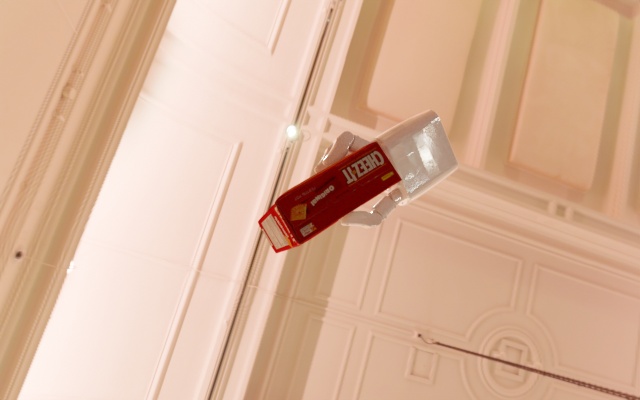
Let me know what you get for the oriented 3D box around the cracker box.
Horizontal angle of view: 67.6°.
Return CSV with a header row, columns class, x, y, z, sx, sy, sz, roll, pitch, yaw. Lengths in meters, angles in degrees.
class,x,y,z,sx,sy,sz,roll,pitch,yaw
cracker box,0.000,0.002,0.701,0.164,0.072,0.214,-32,-1,-16
